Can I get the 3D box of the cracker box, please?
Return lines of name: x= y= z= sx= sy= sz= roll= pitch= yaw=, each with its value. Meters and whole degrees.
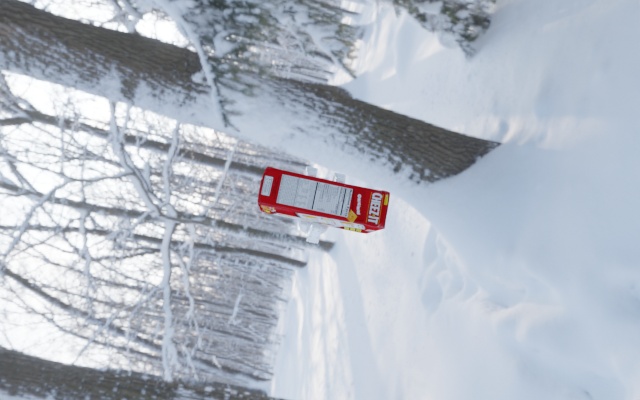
cracker box: x=0.000 y=0.003 z=0.850 sx=0.214 sy=0.072 sz=0.164 roll=11 pitch=-7 yaw=-4
